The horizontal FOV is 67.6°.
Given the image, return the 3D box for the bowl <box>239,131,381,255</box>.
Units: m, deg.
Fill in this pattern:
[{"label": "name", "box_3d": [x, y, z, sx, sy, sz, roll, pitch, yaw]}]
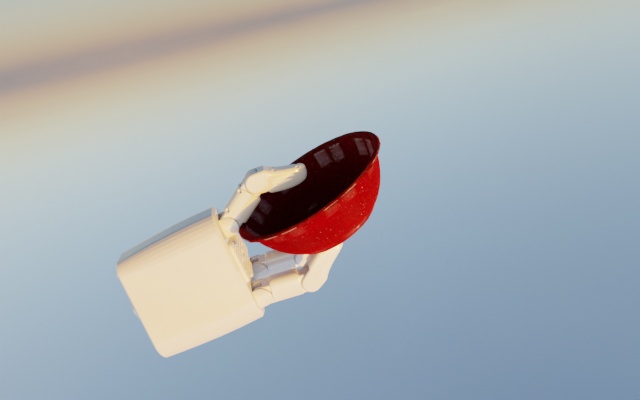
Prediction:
[{"label": "bowl", "box_3d": [0.001, 0.001, 0.467, 0.162, 0.055, 0.162, -31, 23, 14]}]
